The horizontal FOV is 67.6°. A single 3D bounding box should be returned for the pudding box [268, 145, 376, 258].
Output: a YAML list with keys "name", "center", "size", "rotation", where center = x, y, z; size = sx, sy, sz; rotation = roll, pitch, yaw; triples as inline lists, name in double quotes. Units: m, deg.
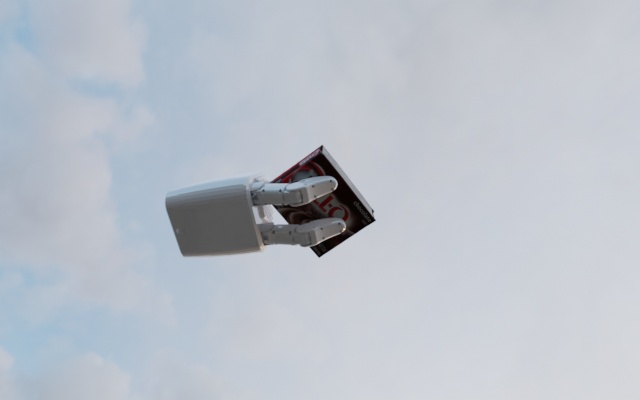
- name: "pudding box"
  center: [0.000, 0.002, 0.591]
  size: [0.090, 0.113, 0.039]
  rotation: [-35, 19, 17]
